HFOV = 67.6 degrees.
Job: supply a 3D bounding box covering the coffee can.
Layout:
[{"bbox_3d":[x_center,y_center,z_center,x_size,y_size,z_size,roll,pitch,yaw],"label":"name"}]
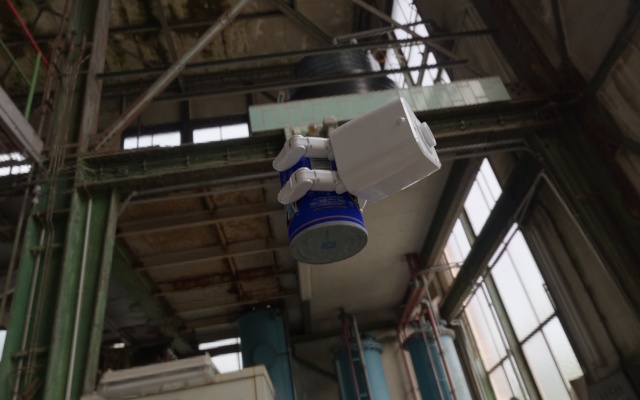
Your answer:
[{"bbox_3d":[0.000,0.002,0.653,0.103,0.140,0.103,-8,-33,-5],"label":"coffee can"}]
